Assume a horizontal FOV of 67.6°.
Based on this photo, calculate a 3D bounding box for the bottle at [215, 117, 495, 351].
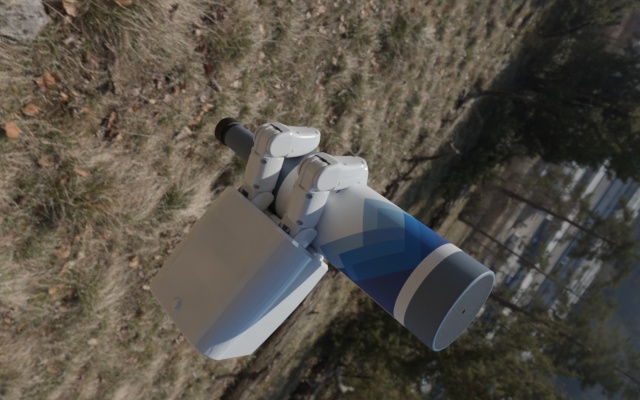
[{"bbox_3d":[0.000,0.001,0.402,0.295,0.069,0.069,37,23,34],"label":"bottle"}]
